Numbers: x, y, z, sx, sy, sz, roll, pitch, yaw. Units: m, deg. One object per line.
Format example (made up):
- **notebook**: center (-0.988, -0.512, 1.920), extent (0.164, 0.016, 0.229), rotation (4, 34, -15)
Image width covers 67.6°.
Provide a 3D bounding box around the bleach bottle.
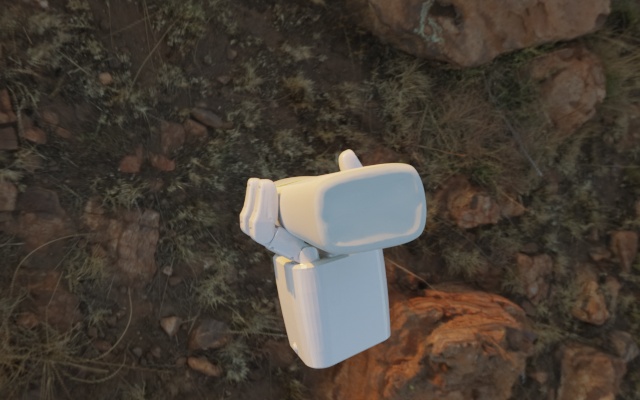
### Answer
- **bleach bottle**: center (0.000, 0.002, 0.494), extent (0.102, 0.068, 0.251), rotation (-10, 6, -18)
